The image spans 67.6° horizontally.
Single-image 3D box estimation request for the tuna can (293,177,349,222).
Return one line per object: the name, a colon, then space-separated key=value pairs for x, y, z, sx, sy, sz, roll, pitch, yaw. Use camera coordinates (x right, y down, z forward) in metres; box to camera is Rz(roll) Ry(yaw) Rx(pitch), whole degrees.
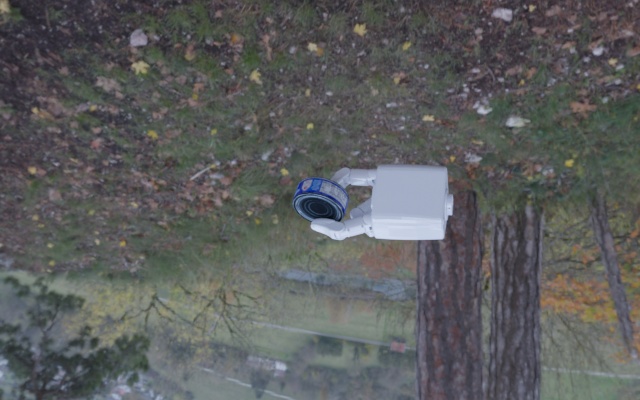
tuna can: x=0.000 y=0.003 z=0.755 sx=0.086 sy=0.033 sz=0.086 roll=13 pitch=-34 yaw=9
